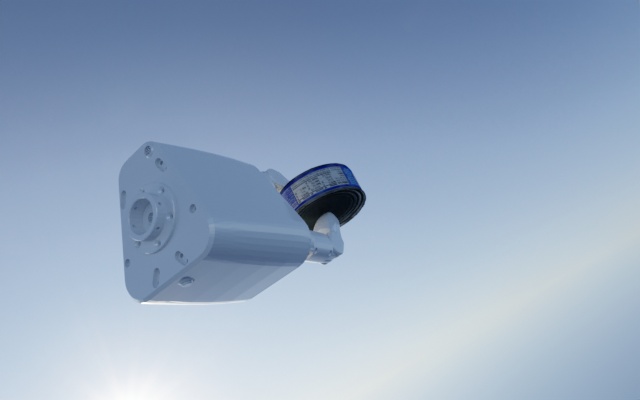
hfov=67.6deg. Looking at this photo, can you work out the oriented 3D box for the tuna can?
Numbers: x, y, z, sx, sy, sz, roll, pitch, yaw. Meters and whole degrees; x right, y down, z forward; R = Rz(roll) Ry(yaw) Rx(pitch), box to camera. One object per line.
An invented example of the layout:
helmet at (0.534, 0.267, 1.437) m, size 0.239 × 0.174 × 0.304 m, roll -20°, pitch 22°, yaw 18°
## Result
tuna can at (0.000, 0.001, 0.475) m, size 0.086 × 0.033 × 0.086 m, roll -21°, pitch -27°, yaw -11°
